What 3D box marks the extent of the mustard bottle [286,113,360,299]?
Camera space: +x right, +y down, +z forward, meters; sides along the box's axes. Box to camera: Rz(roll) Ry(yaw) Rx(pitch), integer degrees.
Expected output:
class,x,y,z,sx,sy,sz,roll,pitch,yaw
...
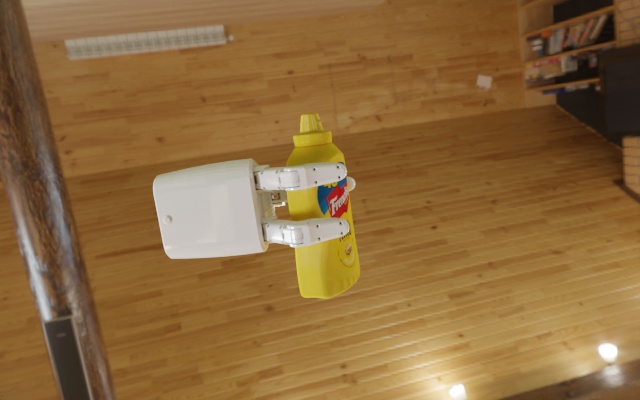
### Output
class,x,y,z,sx,sy,sz,roll,pitch,yaw
mustard bottle,0.000,0.002,0.522,0.058,0.191,0.096,-3,10,28
